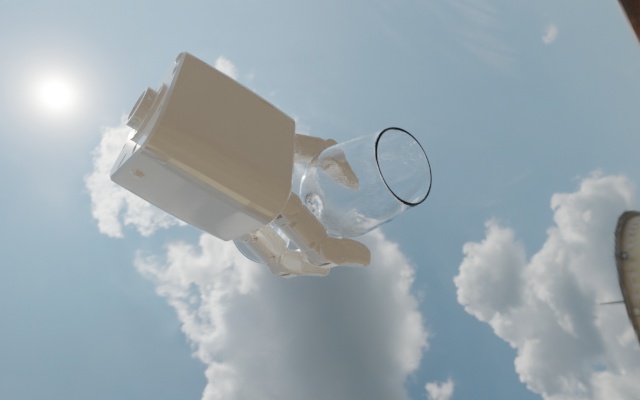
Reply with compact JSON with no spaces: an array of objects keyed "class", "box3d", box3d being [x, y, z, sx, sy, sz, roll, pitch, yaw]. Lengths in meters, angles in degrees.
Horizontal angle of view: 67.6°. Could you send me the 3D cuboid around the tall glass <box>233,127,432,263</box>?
[{"class":"tall glass","box3d":[0.000,0.002,0.424,0.079,0.079,0.201,0,-16,-41]}]
